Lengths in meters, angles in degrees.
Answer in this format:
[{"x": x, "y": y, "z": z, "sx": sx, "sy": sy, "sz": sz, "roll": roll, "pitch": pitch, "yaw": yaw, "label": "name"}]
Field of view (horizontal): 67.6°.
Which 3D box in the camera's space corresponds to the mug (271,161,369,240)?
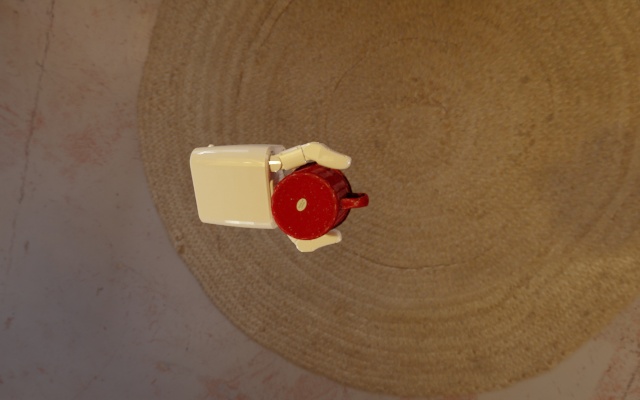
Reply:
[{"x": 0.001, "y": 0.002, "z": 0.580, "sx": 0.117, "sy": 0.093, "sz": 0.081, "roll": 2, "pitch": 9, "yaw": 11, "label": "mug"}]
